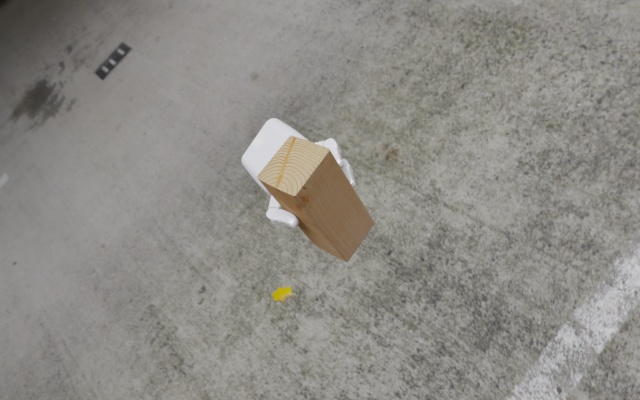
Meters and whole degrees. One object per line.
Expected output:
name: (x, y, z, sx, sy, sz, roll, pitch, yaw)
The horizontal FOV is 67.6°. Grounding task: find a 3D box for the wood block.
wood block: (0.000, 0.003, 0.778, 0.090, 0.091, 0.206, 25, -19, 39)
